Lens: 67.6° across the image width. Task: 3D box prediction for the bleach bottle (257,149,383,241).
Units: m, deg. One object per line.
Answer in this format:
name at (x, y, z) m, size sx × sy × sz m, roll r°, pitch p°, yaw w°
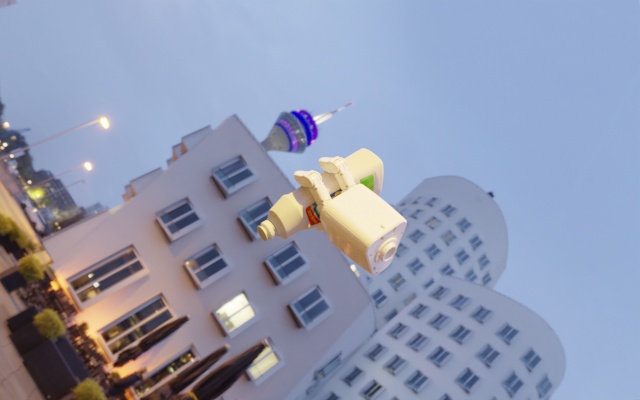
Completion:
bleach bottle at (0.000, 0.003, 0.838) m, size 0.250 × 0.103 × 0.068 m, roll -31°, pitch 54°, yaw -27°
